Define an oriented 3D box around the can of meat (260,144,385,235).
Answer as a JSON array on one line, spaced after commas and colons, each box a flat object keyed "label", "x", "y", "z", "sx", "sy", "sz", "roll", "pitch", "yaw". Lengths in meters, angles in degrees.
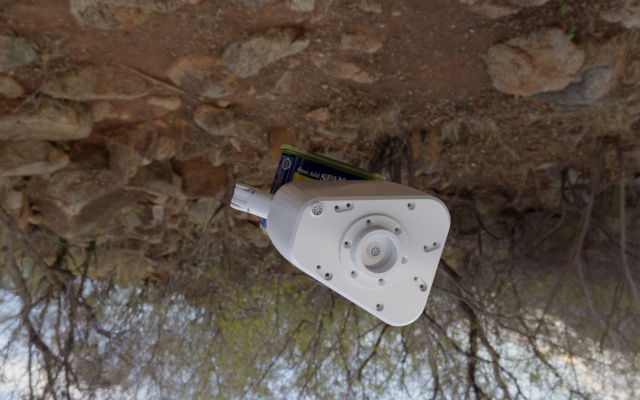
[{"label": "can of meat", "x": 0.000, "y": 0.002, "z": 0.458, "sx": 0.102, "sy": 0.084, "sz": 0.057, "roll": 17, "pitch": 2, "yaw": -16}]
